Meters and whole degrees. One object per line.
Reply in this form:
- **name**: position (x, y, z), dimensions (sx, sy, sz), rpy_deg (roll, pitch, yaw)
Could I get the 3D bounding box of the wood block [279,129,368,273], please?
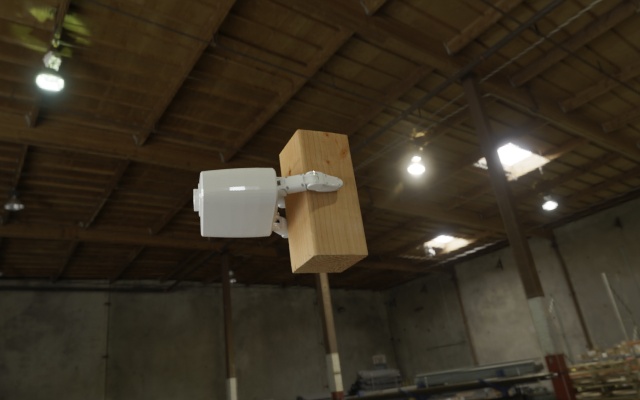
- **wood block**: position (0.000, 0.002, 0.754), dimensions (0.090, 0.206, 0.091), rpy_deg (3, -25, -26)
